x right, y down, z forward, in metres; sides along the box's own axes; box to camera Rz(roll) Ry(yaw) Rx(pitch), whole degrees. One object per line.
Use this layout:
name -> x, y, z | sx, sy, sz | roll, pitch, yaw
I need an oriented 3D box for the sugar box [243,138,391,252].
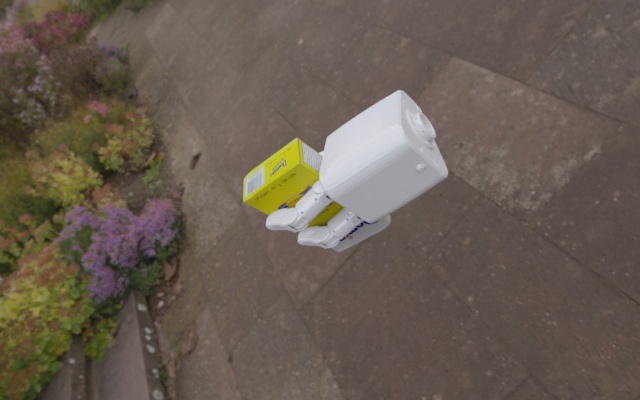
sugar box -> 0.000, 0.002, 0.590 | 0.093, 0.048, 0.176 | -32, -46, 30
